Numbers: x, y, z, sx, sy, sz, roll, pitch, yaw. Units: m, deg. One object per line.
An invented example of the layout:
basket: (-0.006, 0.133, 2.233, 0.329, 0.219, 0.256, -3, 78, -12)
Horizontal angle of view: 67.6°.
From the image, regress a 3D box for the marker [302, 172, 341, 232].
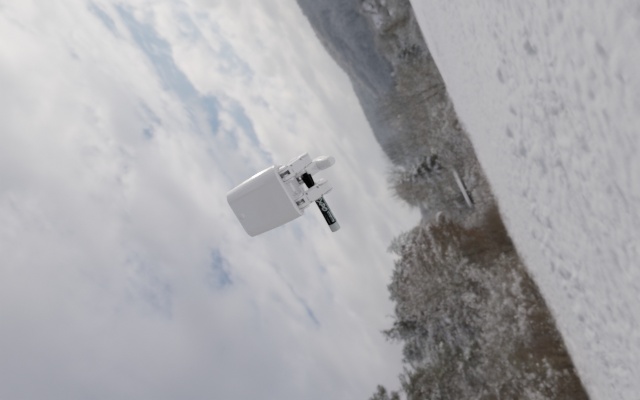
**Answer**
marker: (0.000, 0.003, 0.871, 0.020, 0.121, 0.020, -28, 12, 6)
